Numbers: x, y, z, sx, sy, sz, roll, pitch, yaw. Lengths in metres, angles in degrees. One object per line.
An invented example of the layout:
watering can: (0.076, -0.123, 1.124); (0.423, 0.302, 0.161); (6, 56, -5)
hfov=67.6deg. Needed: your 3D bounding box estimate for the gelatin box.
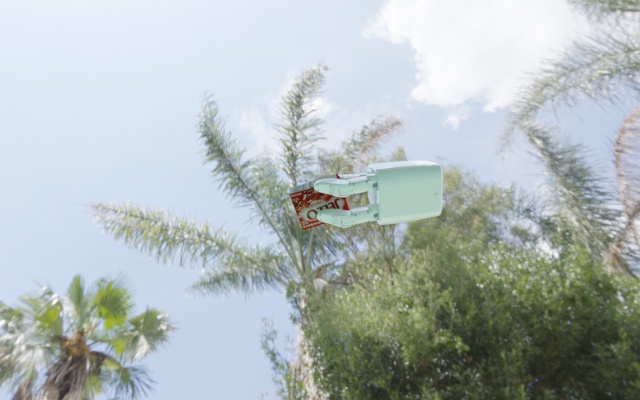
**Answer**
gelatin box: (0.000, 0.003, 0.807); (0.089, 0.073, 0.030); (-17, 26, 6)
